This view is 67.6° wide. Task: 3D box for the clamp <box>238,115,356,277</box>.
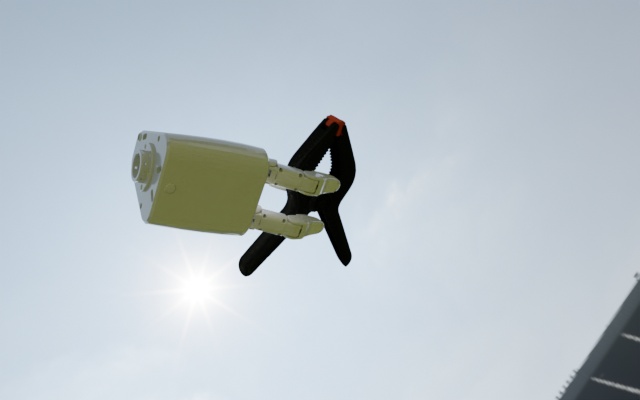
[{"bbox_3d":[0.000,0.001,0.588,0.164,0.210,0.036,7,20,-39],"label":"clamp"}]
